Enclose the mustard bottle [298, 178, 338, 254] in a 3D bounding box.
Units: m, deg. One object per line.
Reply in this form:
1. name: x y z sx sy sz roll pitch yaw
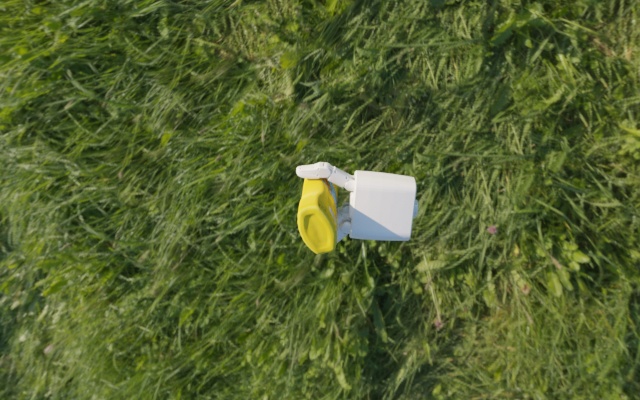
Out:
1. mustard bottle: 0.000 0.003 0.842 0.058 0.096 0.191 -17 27 13
